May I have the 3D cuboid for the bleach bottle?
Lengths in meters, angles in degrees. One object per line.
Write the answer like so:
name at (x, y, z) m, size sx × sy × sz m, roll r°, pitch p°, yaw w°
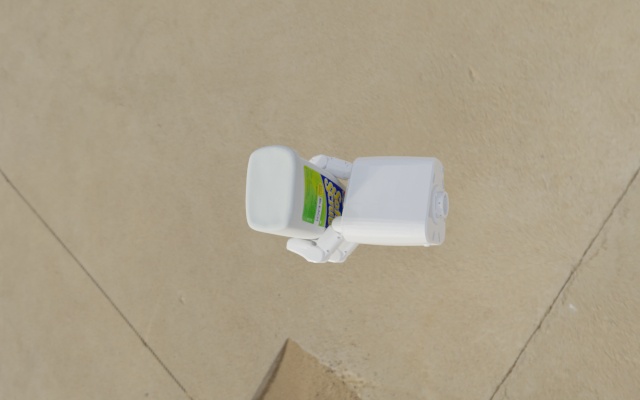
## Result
bleach bottle at (0.000, 0.002, 0.642) m, size 0.068 × 0.102 × 0.251 m, roll 0°, pitch -7°, yaw 28°
